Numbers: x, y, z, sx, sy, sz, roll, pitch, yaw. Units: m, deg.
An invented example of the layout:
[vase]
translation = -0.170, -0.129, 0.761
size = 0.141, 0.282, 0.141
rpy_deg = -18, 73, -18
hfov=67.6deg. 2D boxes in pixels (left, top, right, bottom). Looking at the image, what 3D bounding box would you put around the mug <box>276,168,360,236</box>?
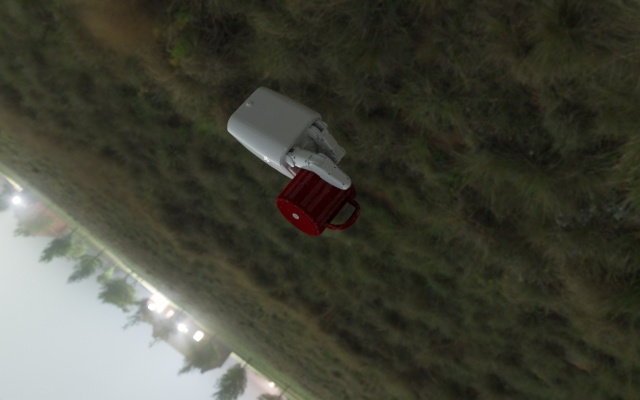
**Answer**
[mug]
translation = 0.001, 0.003, 0.677
size = 0.117, 0.081, 0.093
rpy_deg = 31, -22, 21
